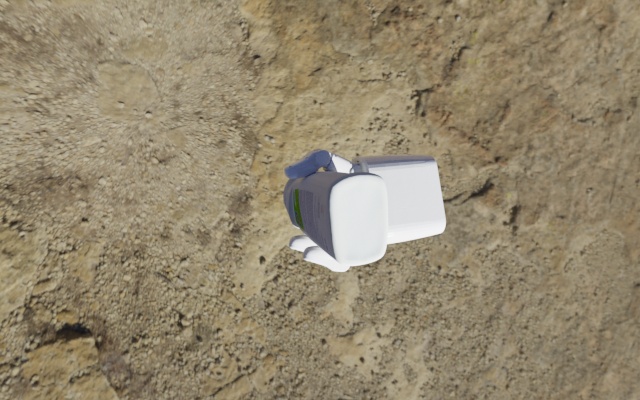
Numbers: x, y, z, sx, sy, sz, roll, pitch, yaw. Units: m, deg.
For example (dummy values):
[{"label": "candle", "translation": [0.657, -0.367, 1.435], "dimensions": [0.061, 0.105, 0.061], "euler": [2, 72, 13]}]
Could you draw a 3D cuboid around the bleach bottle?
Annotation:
[{"label": "bleach bottle", "translation": [0.000, 0.002, 0.608], "dimensions": [0.068, 0.102, 0.251], "euler": [-8, 12, -19]}]
